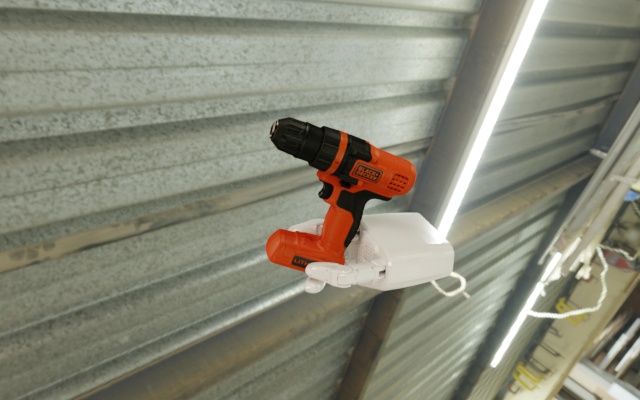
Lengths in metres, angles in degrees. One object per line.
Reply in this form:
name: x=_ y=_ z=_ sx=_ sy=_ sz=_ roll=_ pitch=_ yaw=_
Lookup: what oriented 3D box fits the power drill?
power drill: x=0.000 y=0.002 z=0.587 sx=0.184 sy=0.188 sz=0.057 roll=19 pitch=30 yaw=-17
